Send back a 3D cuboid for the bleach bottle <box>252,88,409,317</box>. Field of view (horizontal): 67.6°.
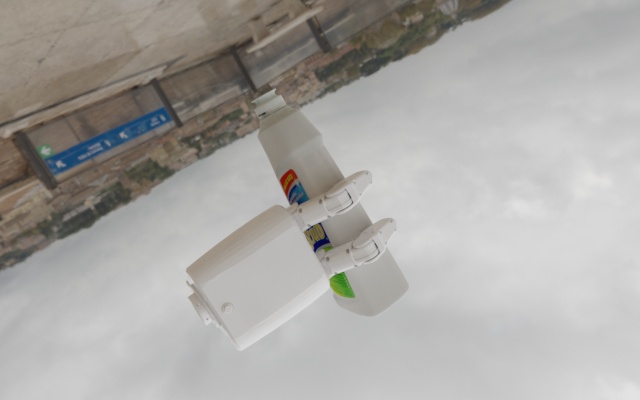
[{"bbox_3d":[0.000,0.002,0.510,0.068,0.251,0.102,-34,13,-20],"label":"bleach bottle"}]
